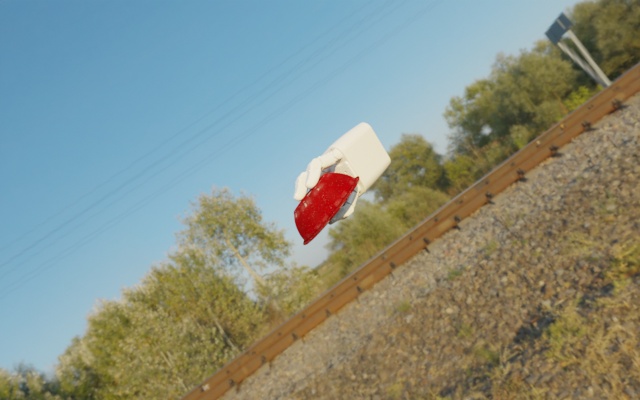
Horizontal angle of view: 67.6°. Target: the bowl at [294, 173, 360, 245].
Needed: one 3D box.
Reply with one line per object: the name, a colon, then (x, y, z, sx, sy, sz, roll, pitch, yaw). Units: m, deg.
bowl: (-0.001, 0.003, 0.872, 0.055, 0.162, 0.162, 39, -4, -5)
